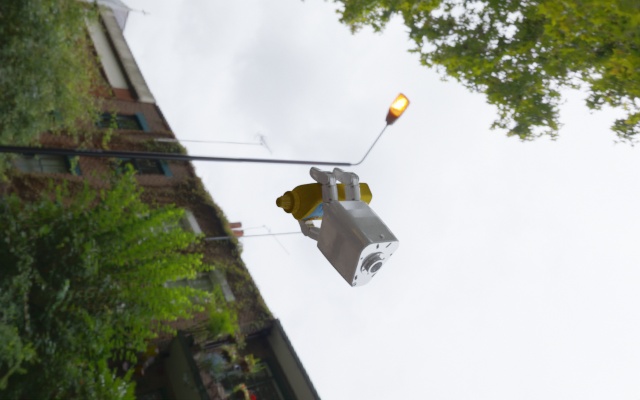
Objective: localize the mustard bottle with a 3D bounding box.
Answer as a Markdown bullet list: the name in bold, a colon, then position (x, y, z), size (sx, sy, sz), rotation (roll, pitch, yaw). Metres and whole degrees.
- **mustard bottle**: position (0.000, 0.003, 0.877), size (0.191, 0.058, 0.096), rotation (-1, -27, -41)
